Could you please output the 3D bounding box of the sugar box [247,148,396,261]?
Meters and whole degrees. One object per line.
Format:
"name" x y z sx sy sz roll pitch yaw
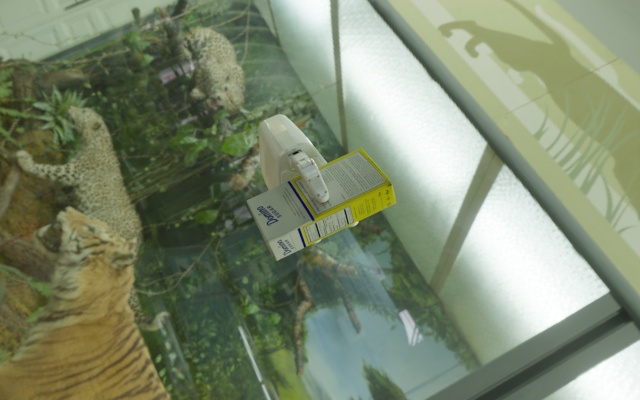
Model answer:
"sugar box" 0.000 0.002 0.631 0.176 0.048 0.093 -26 43 -7
